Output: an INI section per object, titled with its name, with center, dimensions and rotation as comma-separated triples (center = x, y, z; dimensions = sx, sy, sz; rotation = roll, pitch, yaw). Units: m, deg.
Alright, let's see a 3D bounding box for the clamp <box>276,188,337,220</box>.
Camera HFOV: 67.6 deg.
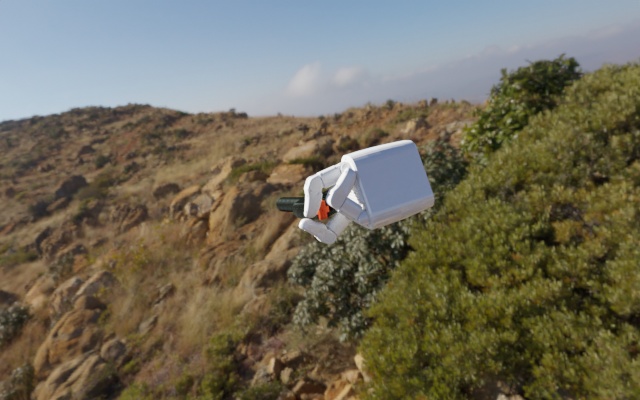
[clamp]
center = 0.000, 0.002, 0.786
dimensions = 0.120, 0.039, 0.171
rotation = -19, 13, -14
